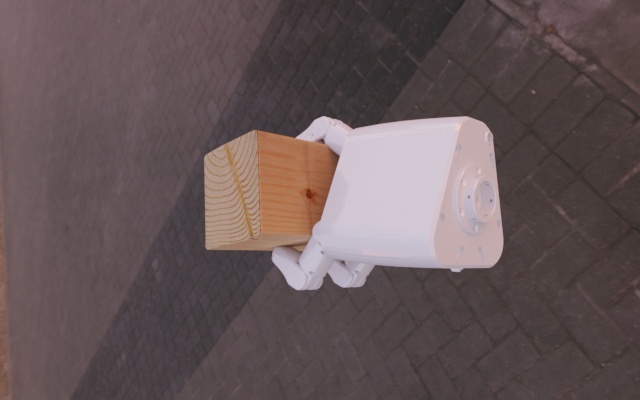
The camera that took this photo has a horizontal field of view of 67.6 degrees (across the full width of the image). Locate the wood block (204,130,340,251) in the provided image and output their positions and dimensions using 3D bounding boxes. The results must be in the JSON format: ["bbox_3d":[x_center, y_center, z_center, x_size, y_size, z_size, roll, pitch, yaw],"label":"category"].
[{"bbox_3d":[0.000,0.001,0.472,0.206,0.091,0.090,7,-15,-41],"label":"wood block"}]
